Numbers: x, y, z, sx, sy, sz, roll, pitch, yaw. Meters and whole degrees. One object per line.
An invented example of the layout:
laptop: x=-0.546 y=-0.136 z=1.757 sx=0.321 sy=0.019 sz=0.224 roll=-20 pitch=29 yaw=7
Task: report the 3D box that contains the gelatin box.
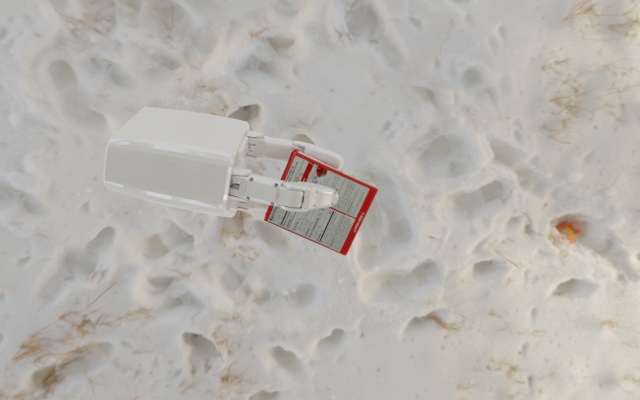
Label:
gelatin box: x=0.000 y=0.002 z=0.461 sx=0.089 sy=0.073 sz=0.030 roll=24 pitch=11 yaw=-3
